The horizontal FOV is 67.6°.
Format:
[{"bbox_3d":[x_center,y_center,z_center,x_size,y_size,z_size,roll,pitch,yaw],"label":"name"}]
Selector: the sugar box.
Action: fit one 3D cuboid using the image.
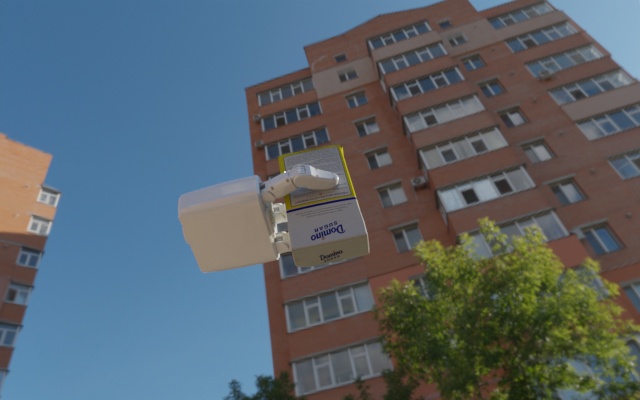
[{"bbox_3d":[0.000,0.002,0.626,0.093,0.176,0.048,-11,-43,0],"label":"sugar box"}]
